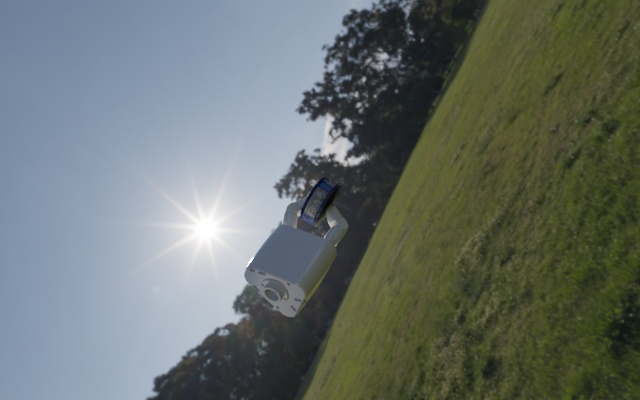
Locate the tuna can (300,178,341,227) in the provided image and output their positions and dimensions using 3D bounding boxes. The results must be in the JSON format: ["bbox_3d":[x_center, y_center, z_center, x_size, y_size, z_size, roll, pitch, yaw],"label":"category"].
[{"bbox_3d":[0.000,0.002,0.847,0.034,0.086,0.086,31,6,11],"label":"tuna can"}]
